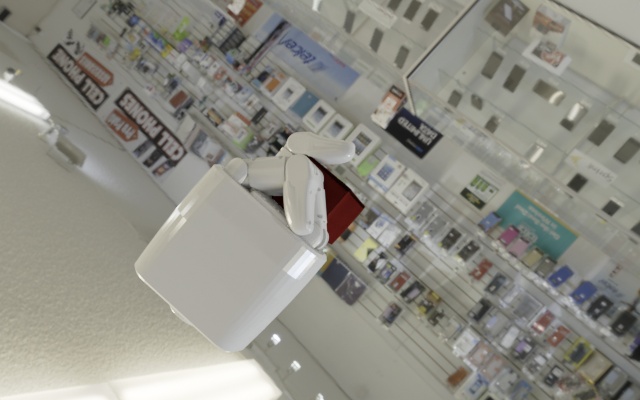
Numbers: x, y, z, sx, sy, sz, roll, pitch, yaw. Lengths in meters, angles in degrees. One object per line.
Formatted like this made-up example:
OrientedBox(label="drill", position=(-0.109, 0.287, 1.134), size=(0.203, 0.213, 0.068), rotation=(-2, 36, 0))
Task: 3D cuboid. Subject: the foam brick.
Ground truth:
OrientedBox(label="foam brick", position=(0.000, 0.002, 0.443), size=(0.053, 0.051, 0.078), rotation=(41, 1, 20))
